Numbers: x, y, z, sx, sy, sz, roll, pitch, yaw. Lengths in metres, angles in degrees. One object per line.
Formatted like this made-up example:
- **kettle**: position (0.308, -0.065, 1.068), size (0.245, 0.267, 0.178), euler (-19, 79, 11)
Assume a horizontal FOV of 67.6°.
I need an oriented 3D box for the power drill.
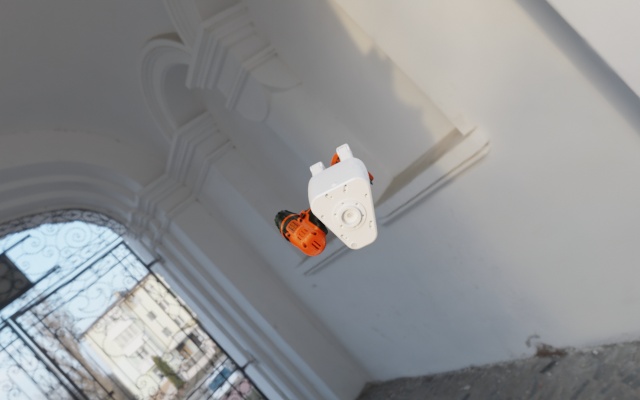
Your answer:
- **power drill**: position (0.000, 0.003, 0.880), size (0.057, 0.187, 0.184), euler (39, -4, -28)
